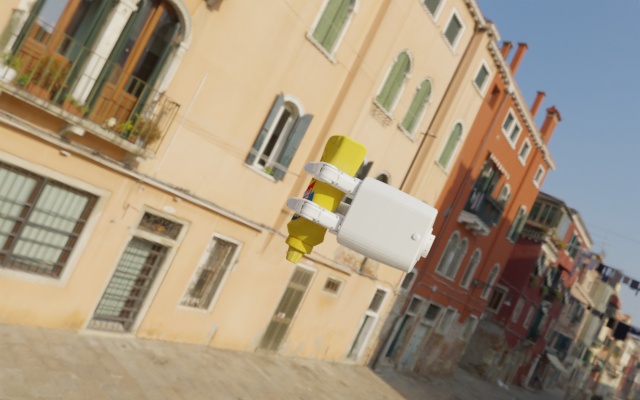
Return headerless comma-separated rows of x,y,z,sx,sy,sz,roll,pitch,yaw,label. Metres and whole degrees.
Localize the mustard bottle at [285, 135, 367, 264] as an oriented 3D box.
0.000,0.002,0.692,0.058,0.191,0.096,26,-4,-11,mustard bottle
